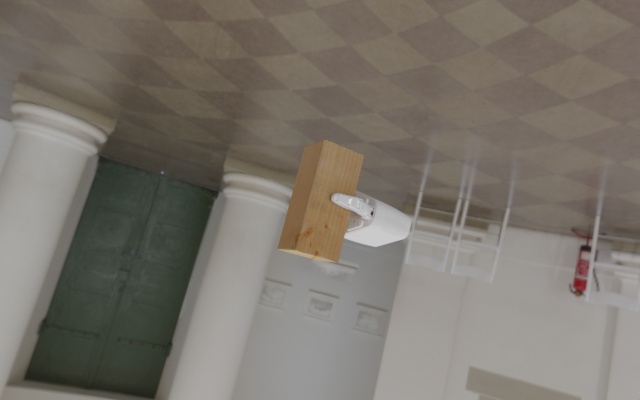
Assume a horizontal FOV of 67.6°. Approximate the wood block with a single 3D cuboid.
[{"bbox_3d":[0.001,0.003,0.891,0.090,0.206,0.091,19,-12,-26],"label":"wood block"}]
